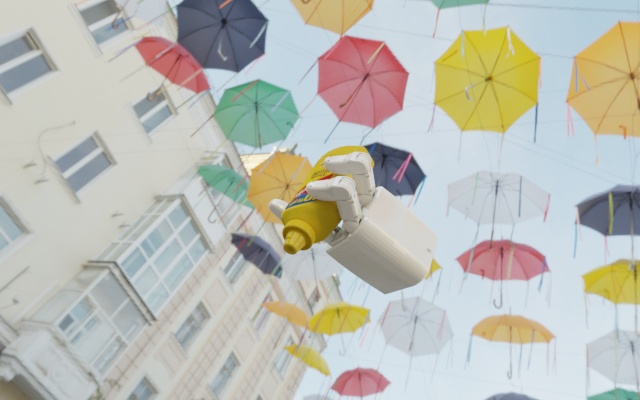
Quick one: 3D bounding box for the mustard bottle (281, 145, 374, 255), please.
[{"bbox_3d":[0.000,0.002,0.631,0.096,0.058,0.191,-15,29,36],"label":"mustard bottle"}]
